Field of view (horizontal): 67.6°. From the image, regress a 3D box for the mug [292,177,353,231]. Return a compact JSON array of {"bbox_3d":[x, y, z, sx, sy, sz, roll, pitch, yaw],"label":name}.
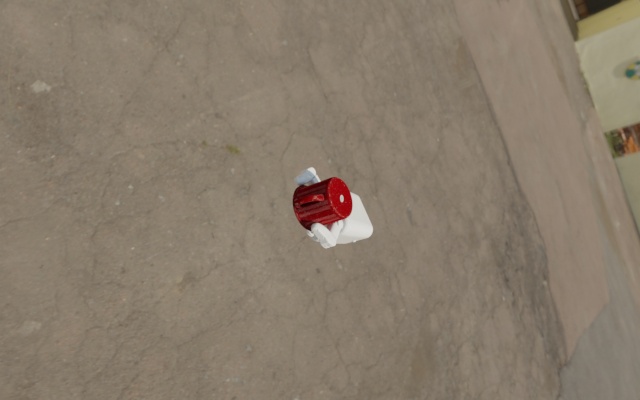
[{"bbox_3d":[-0.001,0.003,0.894,0.081,0.093,0.117,-19,-18,34],"label":"mug"}]
